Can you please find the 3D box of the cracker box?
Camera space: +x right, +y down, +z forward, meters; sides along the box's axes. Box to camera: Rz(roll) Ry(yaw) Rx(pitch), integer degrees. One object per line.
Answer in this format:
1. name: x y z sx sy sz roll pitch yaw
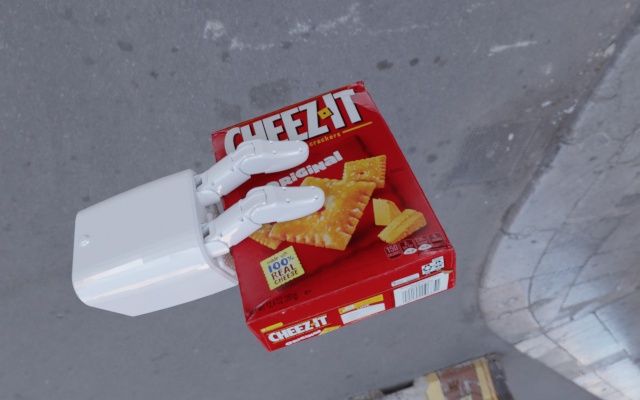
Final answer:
1. cracker box: 0.000 0.002 0.427 0.164 0.213 0.072 -19 -38 -1
